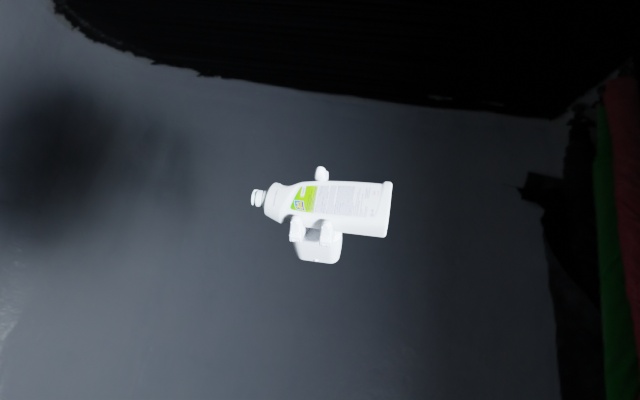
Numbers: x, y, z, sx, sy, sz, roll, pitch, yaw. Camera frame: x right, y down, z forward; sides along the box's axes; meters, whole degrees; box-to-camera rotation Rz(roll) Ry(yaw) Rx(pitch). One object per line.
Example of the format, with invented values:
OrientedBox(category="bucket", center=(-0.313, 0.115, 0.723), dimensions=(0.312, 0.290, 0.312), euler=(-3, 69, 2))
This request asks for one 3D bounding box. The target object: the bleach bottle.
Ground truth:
OrientedBox(category="bleach bottle", center=(0.000, 0.003, 0.876), dimensions=(0.251, 0.102, 0.068), euler=(7, -31, 7))
